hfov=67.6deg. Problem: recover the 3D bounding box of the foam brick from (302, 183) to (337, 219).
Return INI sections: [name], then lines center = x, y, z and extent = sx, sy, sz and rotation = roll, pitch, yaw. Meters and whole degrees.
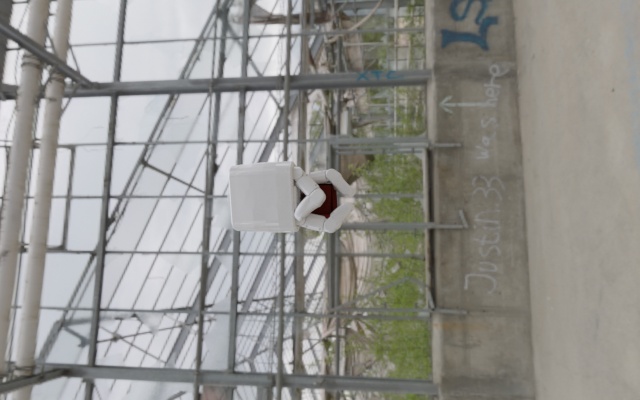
[foam brick]
center = 0.000, 0.003, 0.821
extent = 0.051, 0.053, 0.078
rotation = -3, -10, 7
